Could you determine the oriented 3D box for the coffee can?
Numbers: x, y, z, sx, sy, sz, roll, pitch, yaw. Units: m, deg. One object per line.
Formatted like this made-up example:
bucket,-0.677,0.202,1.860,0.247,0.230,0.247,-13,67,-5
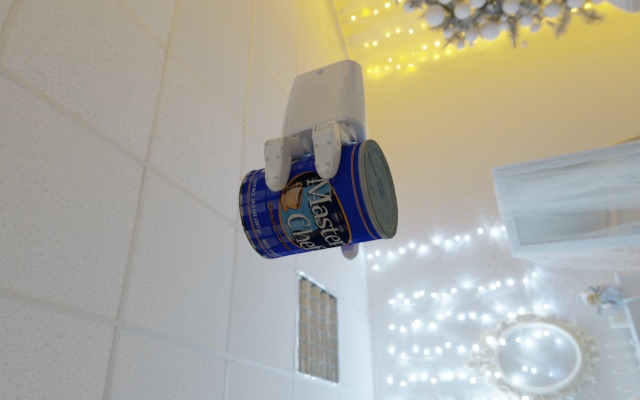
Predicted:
coffee can,0.000,0.002,0.508,0.140,0.103,0.103,-12,-5,22
